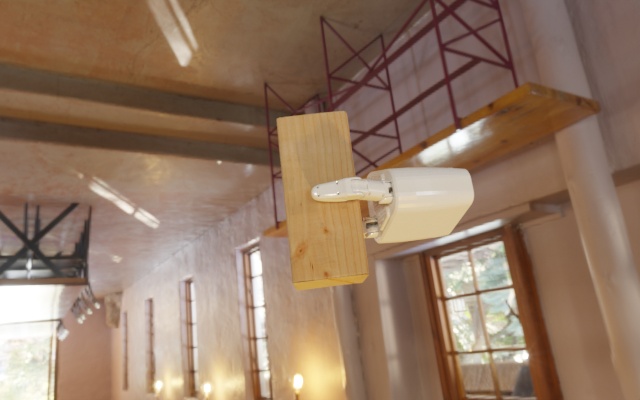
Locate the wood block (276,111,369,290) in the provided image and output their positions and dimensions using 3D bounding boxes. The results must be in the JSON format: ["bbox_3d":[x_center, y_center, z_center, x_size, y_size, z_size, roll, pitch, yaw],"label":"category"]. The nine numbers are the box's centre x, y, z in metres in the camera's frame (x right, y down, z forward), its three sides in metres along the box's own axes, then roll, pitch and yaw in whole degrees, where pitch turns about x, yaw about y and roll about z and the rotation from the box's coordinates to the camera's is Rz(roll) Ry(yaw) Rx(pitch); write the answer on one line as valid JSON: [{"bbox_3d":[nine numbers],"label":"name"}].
[{"bbox_3d":[0.001,0.002,0.608,0.090,0.206,0.091,-6,-16,-2],"label":"wood block"}]
